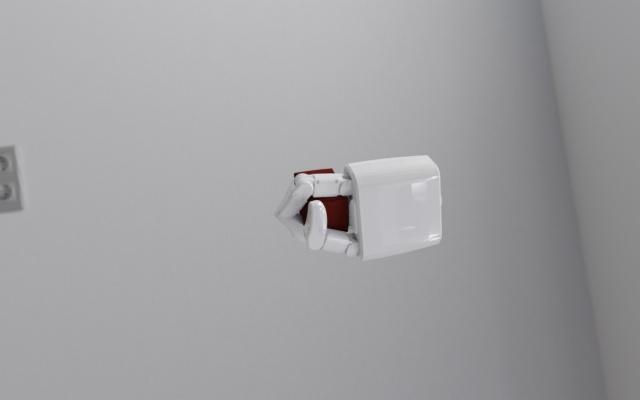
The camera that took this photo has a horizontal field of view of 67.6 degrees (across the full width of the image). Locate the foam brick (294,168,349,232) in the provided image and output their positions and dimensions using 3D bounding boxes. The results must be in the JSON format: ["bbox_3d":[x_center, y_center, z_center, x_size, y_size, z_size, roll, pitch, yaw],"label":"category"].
[{"bbox_3d":[0.000,0.002,0.597,0.051,0.053,0.078,-10,34,-10],"label":"foam brick"}]
